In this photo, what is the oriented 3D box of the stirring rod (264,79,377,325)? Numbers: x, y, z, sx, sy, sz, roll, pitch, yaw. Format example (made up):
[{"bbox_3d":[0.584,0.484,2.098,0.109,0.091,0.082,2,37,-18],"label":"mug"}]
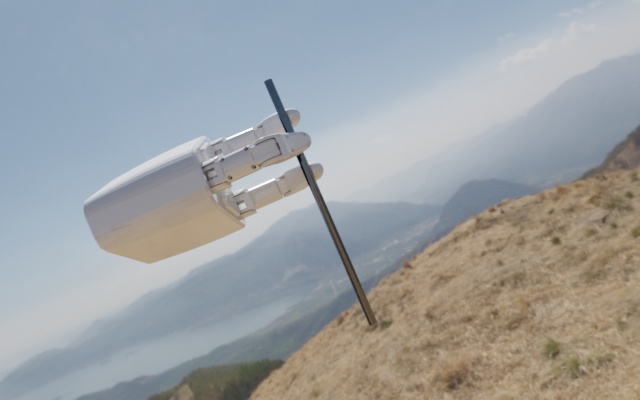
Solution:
[{"bbox_3d":[0.000,0.002,0.434,0.011,0.239,0.011,-23,0,0],"label":"stirring rod"}]
